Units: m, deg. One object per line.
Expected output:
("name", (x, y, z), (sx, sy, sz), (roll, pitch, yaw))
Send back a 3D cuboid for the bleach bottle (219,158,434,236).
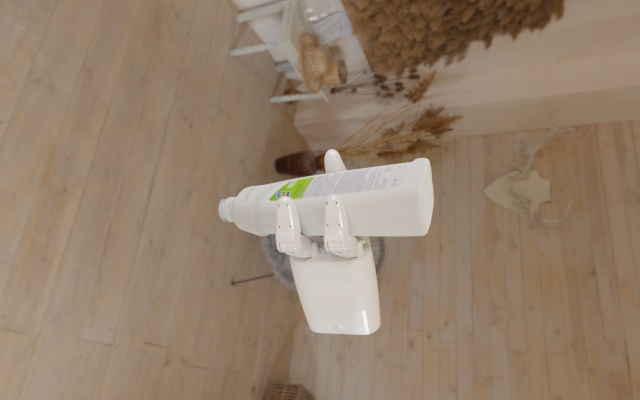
("bleach bottle", (0.000, 0.002, 0.562), (0.251, 0.068, 0.102), (-3, 24, 20))
